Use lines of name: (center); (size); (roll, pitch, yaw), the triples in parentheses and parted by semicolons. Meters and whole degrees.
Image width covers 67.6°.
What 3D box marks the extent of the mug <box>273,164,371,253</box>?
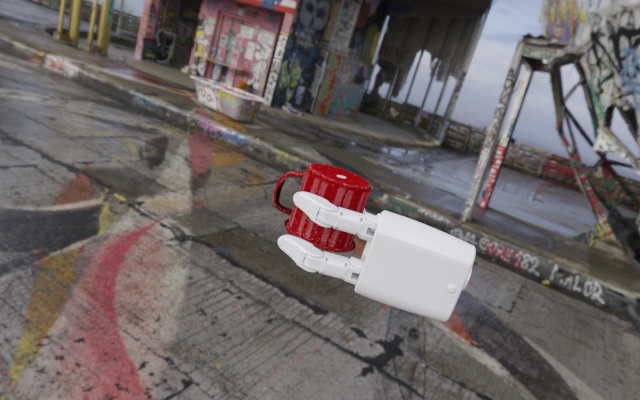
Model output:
mug: (-0.001, 0.001, 0.580); (0.117, 0.081, 0.093); (20, 16, 5)
